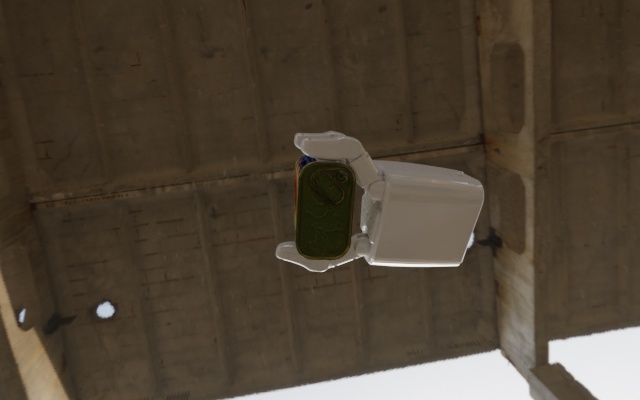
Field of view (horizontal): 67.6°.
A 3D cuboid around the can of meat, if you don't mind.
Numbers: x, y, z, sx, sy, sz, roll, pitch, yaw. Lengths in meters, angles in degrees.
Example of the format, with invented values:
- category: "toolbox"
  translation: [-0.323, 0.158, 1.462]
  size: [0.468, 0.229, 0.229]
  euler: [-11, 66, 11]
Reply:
- category: "can of meat"
  translation: [0.000, 0.002, 0.515]
  size: [0.057, 0.102, 0.084]
  euler: [1, 14, -7]
